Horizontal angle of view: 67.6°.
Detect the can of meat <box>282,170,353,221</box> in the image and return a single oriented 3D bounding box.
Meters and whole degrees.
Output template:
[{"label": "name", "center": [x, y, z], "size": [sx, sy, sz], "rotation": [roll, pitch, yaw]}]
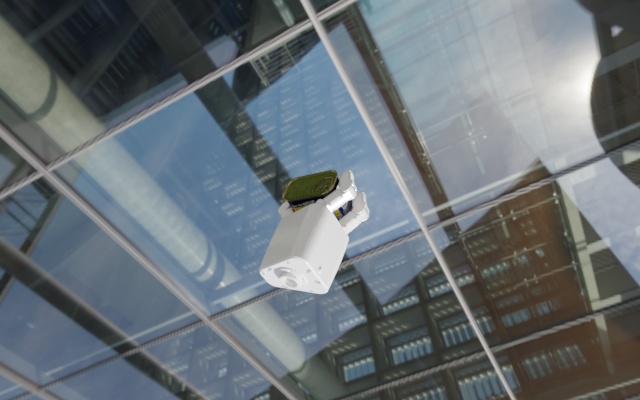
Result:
[{"label": "can of meat", "center": [0.000, 0.003, 0.815], "size": [0.102, 0.057, 0.084], "rotation": [-10, -50, 31]}]
